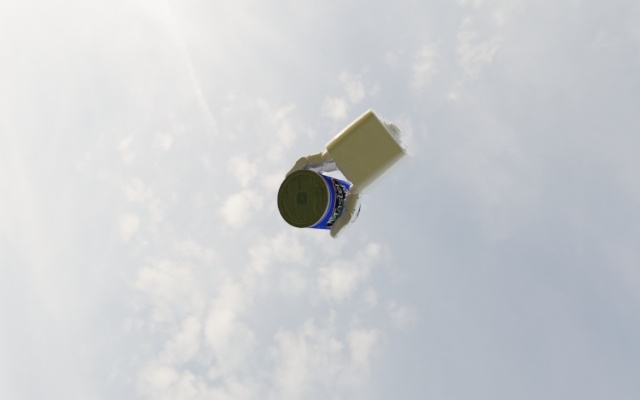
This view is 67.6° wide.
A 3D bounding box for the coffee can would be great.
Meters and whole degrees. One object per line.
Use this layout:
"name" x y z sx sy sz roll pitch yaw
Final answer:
"coffee can" 0.000 0.003 0.880 0.103 0.103 0.140 0 -5 28
